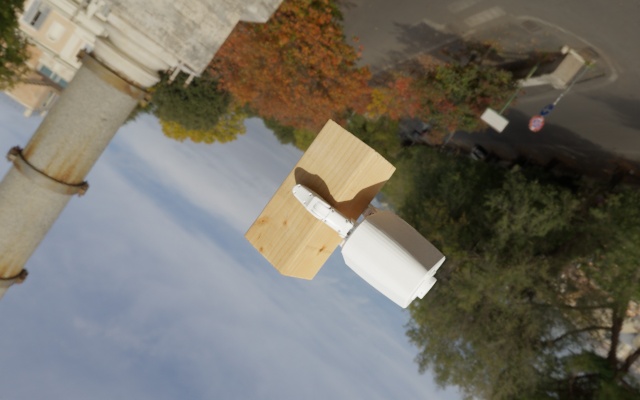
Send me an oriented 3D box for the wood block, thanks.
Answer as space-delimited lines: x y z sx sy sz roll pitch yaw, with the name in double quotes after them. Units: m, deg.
0.000 0.002 0.682 0.090 0.206 0.091 40 7 30 "wood block"
